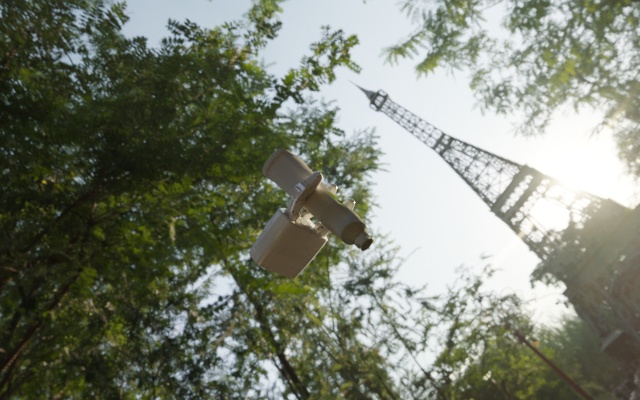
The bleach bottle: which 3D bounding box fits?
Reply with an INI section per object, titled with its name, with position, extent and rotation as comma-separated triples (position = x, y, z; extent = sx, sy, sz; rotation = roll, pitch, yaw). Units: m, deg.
[bleach bottle]
position = 0.000, 0.003, 0.891
extent = 0.250, 0.068, 0.102
rotation = 43, 10, 33
